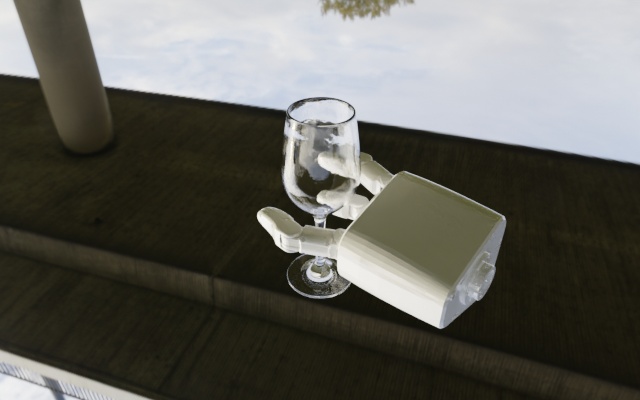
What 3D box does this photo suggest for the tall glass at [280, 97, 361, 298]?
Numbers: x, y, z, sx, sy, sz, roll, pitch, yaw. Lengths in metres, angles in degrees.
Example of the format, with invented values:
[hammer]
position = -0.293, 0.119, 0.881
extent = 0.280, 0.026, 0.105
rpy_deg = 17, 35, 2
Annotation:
[tall glass]
position = 0.000, 0.002, 0.481
extent = 0.079, 0.201, 0.079
rpy_deg = 0, 35, 0
